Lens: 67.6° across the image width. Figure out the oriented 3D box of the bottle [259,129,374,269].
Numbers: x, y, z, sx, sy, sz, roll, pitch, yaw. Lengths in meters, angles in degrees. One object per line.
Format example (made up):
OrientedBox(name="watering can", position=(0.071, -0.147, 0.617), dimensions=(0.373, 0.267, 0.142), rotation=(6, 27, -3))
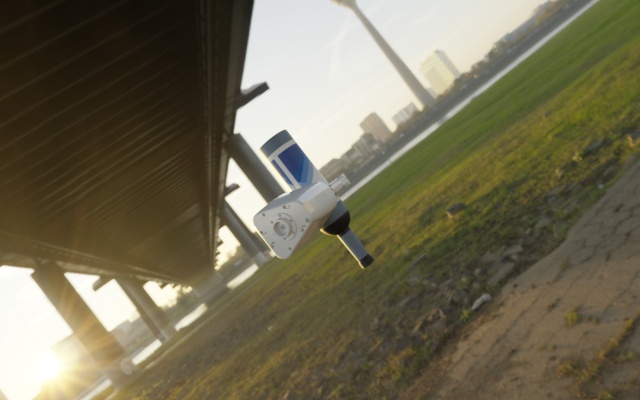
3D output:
OrientedBox(name="bottle", position=(0.000, 0.003, 0.894), dimensions=(0.069, 0.295, 0.069), rotation=(-38, 0, 0))
